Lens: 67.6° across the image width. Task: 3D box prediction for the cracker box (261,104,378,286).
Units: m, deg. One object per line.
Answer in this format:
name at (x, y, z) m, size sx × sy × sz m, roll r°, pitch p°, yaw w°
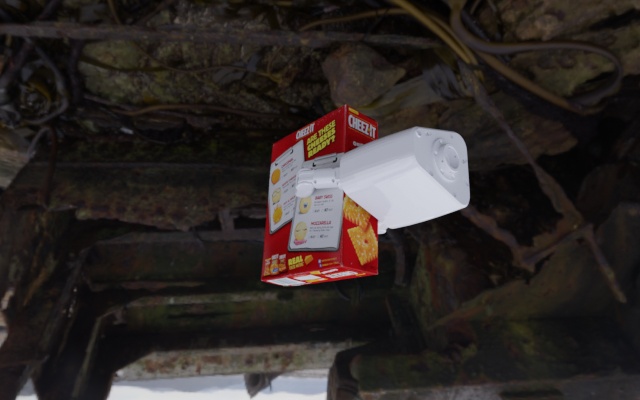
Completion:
cracker box at (0.000, 0.002, 0.652) m, size 0.072 × 0.213 × 0.164 m, roll 19°, pitch -26°, yaw -37°
